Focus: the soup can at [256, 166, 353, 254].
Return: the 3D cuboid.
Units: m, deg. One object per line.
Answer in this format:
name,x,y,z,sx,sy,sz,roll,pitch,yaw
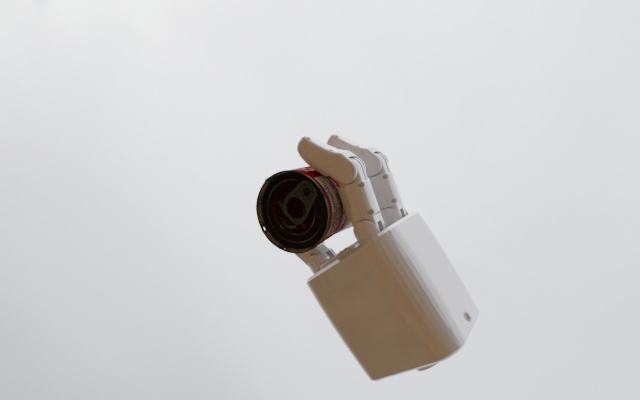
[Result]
soup can,0.000,0.001,0.424,0.068,0.068,0.102,0,9,28
